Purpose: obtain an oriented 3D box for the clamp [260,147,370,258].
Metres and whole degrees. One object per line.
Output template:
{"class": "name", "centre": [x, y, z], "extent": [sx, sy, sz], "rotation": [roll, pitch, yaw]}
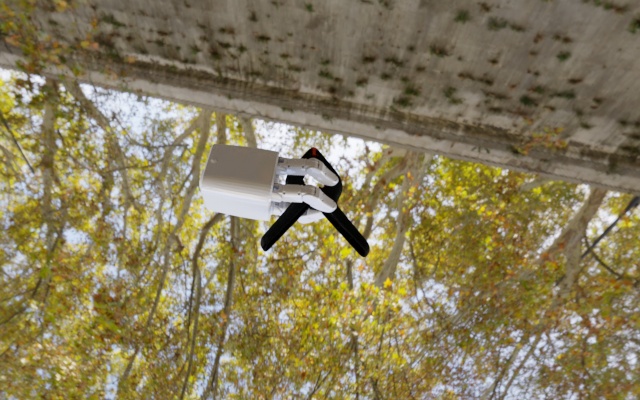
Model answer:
{"class": "clamp", "centre": [0.000, 0.003, 0.765], "extent": [0.164, 0.209, 0.036], "rotation": [11, -38, -6]}
